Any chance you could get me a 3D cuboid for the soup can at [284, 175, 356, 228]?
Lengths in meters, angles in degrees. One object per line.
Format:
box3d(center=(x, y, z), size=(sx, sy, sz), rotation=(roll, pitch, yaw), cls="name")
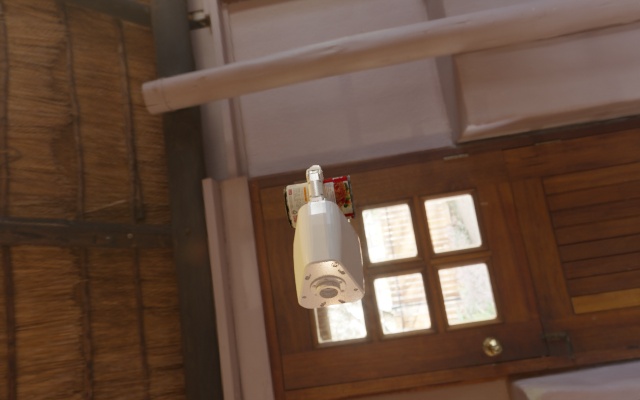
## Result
box3d(center=(0.000, 0.002, 0.740), size=(0.102, 0.068, 0.068), rotation=(-9, -1, 4), cls="soup can")
